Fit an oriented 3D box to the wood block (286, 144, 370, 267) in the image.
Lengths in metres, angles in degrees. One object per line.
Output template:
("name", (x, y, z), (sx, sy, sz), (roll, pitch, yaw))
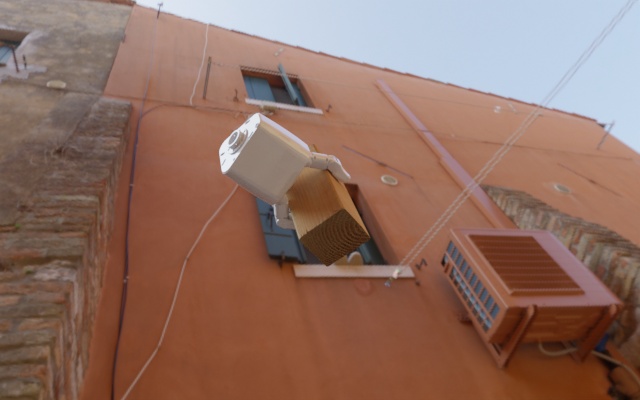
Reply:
("wood block", (0.000, 0.002, 0.842), (0.091, 0.090, 0.206), (-35, 38, 10))
